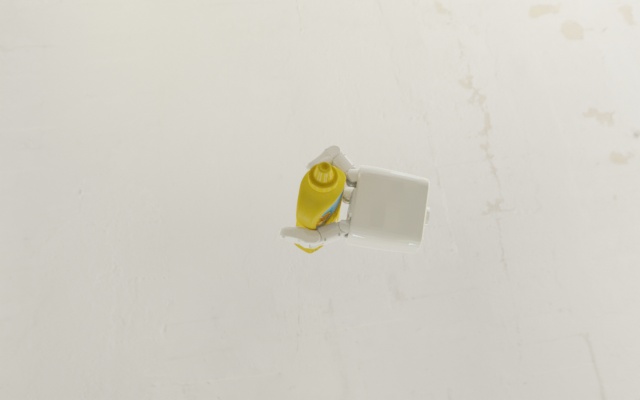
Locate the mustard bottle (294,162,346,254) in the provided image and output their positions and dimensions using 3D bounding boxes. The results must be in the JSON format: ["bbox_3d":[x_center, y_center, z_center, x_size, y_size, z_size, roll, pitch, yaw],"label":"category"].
[{"bbox_3d":[0.000,0.002,0.703,0.058,0.096,0.192,32,-26,12],"label":"mustard bottle"}]
